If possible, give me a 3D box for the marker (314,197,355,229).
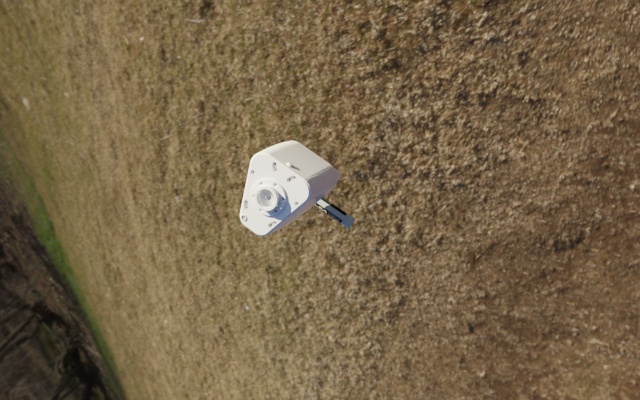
[{"bbox_3d":[0.000,0.002,0.753,0.121,0.020,0.020,35,6,8],"label":"marker"}]
